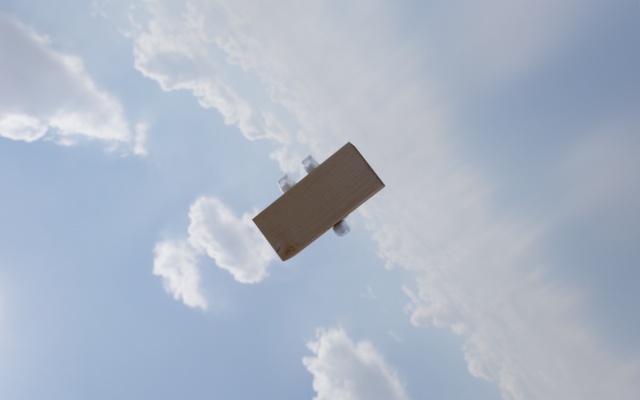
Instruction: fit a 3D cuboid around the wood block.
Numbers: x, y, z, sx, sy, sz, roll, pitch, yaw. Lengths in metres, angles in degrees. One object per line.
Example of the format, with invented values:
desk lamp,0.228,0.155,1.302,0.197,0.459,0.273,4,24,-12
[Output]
wood block,0.000,0.003,0.811,0.206,0.091,0.090,-38,-7,9
